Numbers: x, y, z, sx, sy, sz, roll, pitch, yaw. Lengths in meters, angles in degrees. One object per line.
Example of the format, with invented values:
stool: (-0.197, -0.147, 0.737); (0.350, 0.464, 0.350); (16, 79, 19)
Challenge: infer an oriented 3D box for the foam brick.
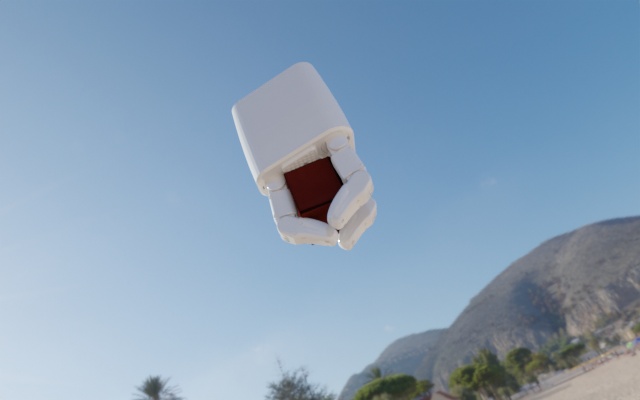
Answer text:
foam brick: (0.000, 0.002, 0.503); (0.053, 0.051, 0.078); (-23, -29, -5)
